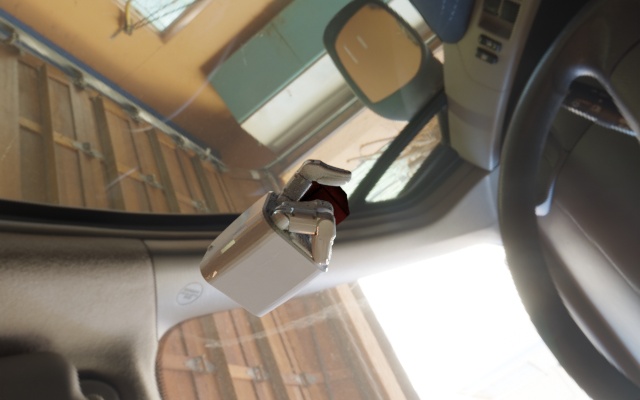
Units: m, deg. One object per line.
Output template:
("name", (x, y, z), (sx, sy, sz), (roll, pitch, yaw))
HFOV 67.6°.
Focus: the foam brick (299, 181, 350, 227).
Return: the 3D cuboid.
("foam brick", (0.000, 0.002, 0.604), (0.051, 0.053, 0.078), (-40, 14, 14))
